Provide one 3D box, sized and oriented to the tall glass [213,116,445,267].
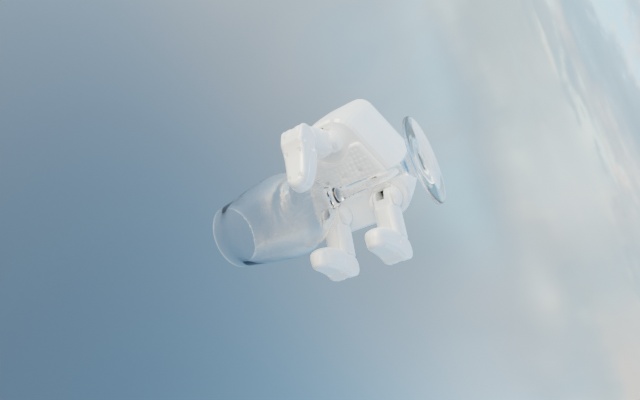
[{"bbox_3d":[0.001,0.001,0.418,0.201,0.079,0.079,-22,-10,26],"label":"tall glass"}]
